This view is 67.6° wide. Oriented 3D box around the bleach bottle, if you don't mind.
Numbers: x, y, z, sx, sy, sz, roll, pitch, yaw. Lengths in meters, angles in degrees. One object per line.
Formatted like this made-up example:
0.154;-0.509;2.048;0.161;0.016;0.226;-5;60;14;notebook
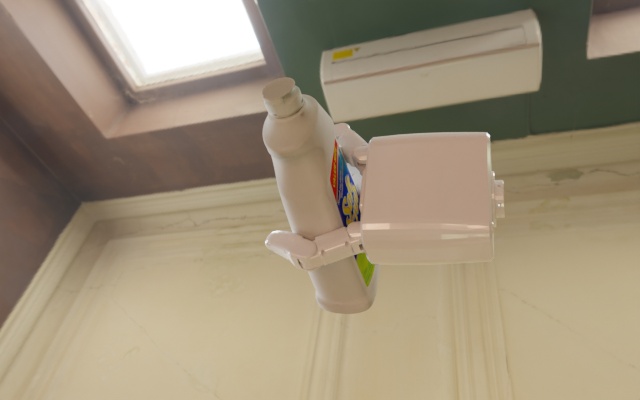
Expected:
0.000;0.001;0.458;0.068;0.102;0.251;-2;-43;21;bleach bottle
